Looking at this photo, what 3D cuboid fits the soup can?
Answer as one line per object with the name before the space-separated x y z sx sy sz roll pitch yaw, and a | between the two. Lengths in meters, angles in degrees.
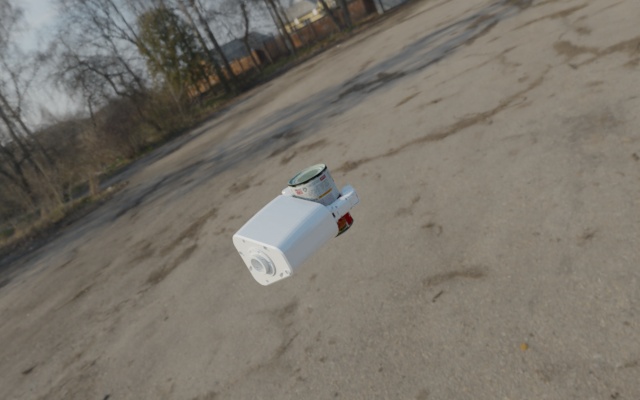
soup can | 0.000 0.002 0.746 0.068 0.102 0.068 -24 18 9
